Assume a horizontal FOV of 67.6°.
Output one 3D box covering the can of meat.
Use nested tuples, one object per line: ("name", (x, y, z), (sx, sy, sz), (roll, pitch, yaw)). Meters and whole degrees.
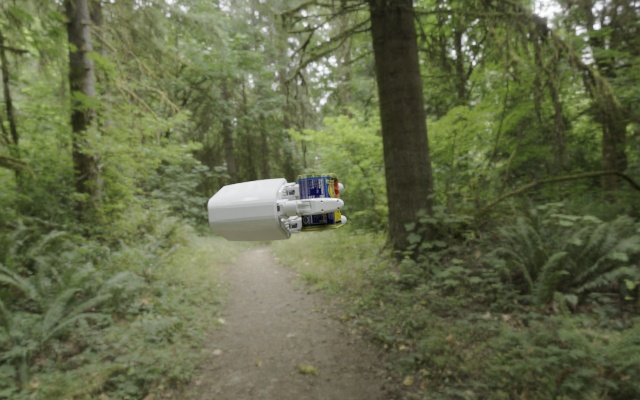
("can of meat", (0.000, 0.002, 0.739), (0.057, 0.084, 0.102), (-5, -1, 10))
